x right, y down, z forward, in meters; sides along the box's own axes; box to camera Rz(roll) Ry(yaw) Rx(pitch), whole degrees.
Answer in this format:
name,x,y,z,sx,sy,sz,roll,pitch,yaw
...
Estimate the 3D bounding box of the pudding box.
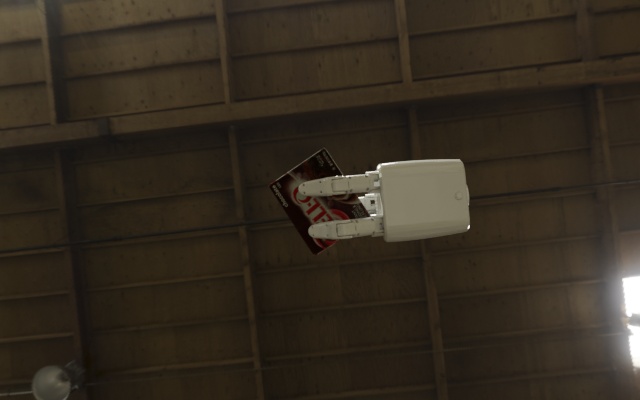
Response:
name,x,y,z,sx,sy,sz,roll,pitch,yaw
pudding box,0.000,0.002,0.629,0.090,0.113,0.039,-34,-3,5
